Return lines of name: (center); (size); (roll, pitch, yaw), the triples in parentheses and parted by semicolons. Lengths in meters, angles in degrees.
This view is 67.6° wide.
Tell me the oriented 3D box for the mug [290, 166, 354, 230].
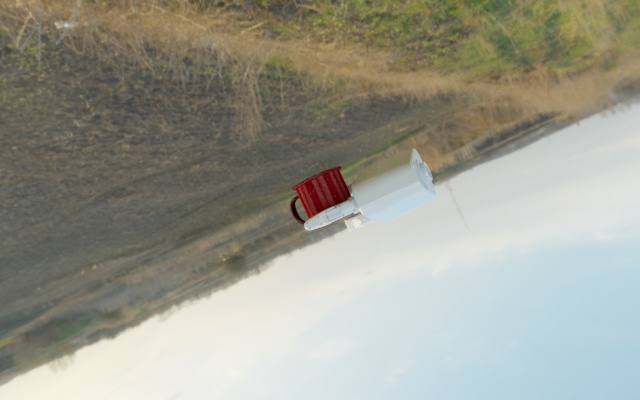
mug: (-0.001, 0.003, 0.816); (0.117, 0.081, 0.093); (-26, -4, 22)
